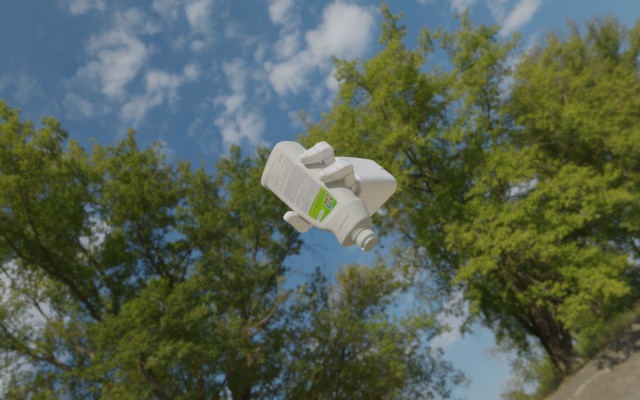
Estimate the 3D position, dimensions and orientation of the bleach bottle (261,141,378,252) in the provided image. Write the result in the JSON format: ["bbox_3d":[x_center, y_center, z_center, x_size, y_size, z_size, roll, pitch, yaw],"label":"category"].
[{"bbox_3d":[0.000,0.002,0.796,0.068,0.103,0.250,-4,37,-44],"label":"bleach bottle"}]
